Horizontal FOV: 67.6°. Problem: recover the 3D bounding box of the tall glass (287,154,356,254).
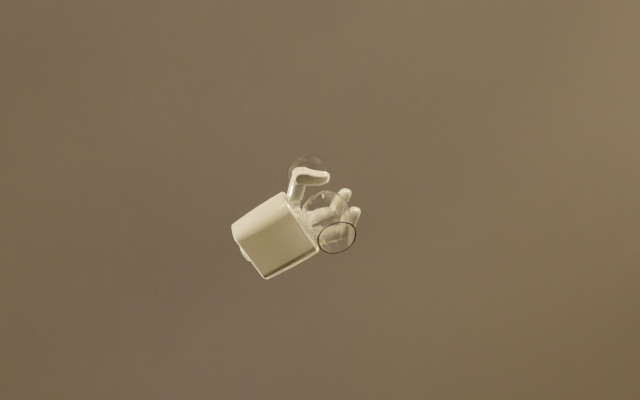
[{"bbox_3d":[0.000,0.002,0.801,0.079,0.079,0.201,0,33,-18],"label":"tall glass"}]
